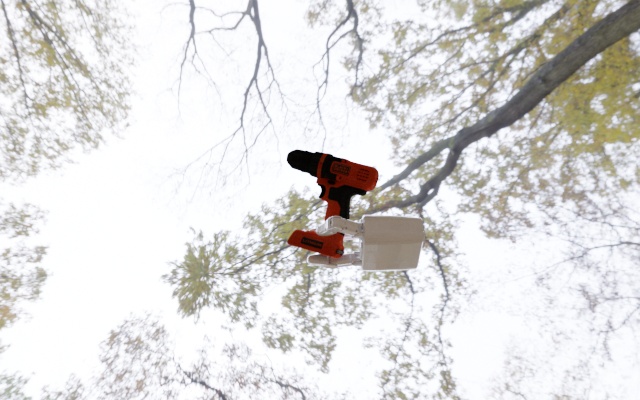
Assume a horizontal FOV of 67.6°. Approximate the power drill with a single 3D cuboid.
[{"bbox_3d":[0.000,0.003,0.896,0.184,0.187,0.057,16,-4,19],"label":"power drill"}]
